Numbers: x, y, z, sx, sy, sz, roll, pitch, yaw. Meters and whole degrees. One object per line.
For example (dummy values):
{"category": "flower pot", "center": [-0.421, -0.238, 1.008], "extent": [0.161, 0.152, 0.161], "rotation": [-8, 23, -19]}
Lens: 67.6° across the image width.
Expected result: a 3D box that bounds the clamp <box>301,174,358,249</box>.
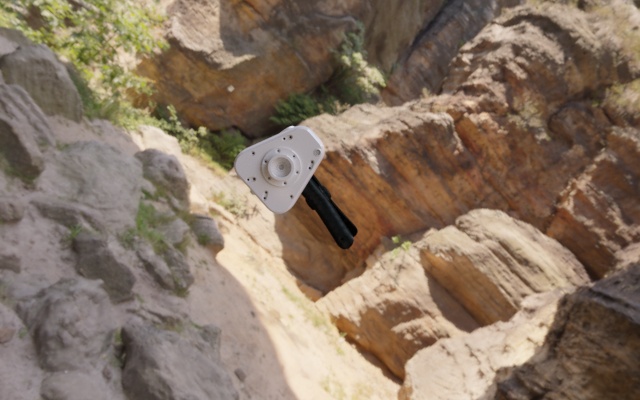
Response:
{"category": "clamp", "center": [0.000, 0.002, 0.718], "extent": [0.039, 0.171, 0.120], "rotation": [-41, 7, 3]}
